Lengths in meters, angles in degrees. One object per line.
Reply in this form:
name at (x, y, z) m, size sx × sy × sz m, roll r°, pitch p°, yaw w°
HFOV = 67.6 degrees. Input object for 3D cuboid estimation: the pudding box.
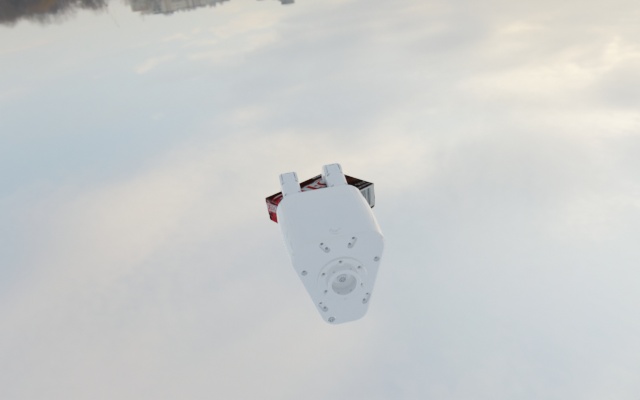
pudding box at (0.000, 0.002, 0.612) m, size 0.113 × 0.039 × 0.090 m, roll -23°, pitch 28°, yaw -32°
